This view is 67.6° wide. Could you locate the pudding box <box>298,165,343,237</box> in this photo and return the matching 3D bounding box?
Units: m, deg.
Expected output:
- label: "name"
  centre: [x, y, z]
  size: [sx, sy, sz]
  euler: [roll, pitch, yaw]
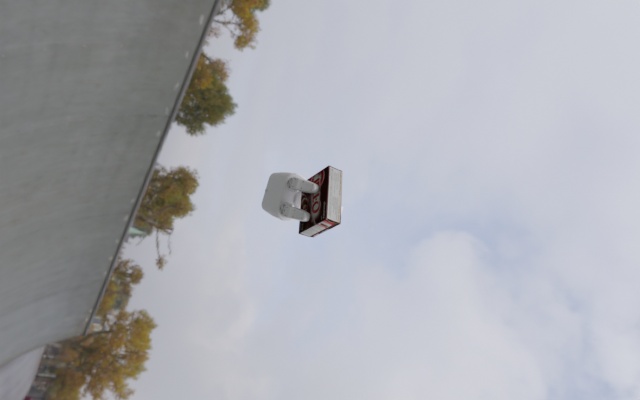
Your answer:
- label: "pudding box"
  centre: [0.000, 0.003, 0.892]
  size: [0.039, 0.113, 0.090]
  euler: [17, -29, -30]
